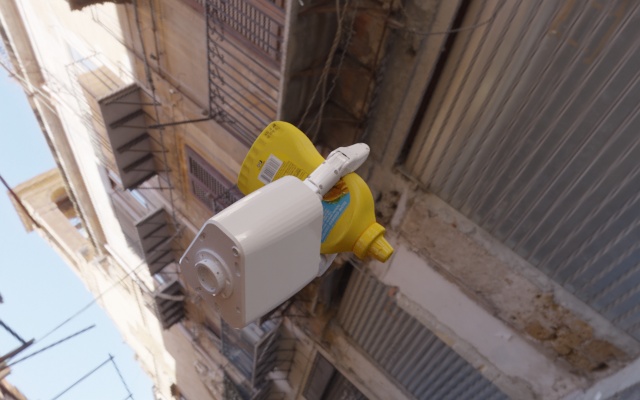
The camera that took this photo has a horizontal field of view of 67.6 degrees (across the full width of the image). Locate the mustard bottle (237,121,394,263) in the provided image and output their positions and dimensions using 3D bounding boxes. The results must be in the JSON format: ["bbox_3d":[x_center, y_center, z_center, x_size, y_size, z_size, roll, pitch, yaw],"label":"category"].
[{"bbox_3d":[0.000,0.001,0.525,0.191,0.096,0.058,39,17,19],"label":"mustard bottle"}]
